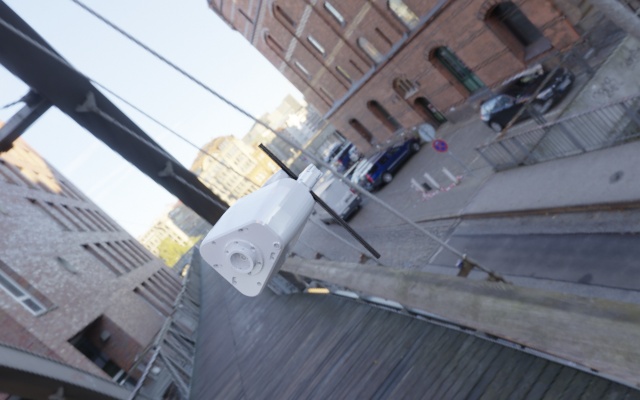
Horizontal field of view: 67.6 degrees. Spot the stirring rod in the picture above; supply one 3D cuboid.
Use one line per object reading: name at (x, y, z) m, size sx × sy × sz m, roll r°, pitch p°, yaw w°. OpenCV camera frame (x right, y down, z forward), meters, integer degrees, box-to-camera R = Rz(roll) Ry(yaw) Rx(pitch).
stirring rod at (0.000, 0.002, 0.693) m, size 0.239 × 0.011 × 0.011 m, roll 43°, pitch -7°, yaw -7°
